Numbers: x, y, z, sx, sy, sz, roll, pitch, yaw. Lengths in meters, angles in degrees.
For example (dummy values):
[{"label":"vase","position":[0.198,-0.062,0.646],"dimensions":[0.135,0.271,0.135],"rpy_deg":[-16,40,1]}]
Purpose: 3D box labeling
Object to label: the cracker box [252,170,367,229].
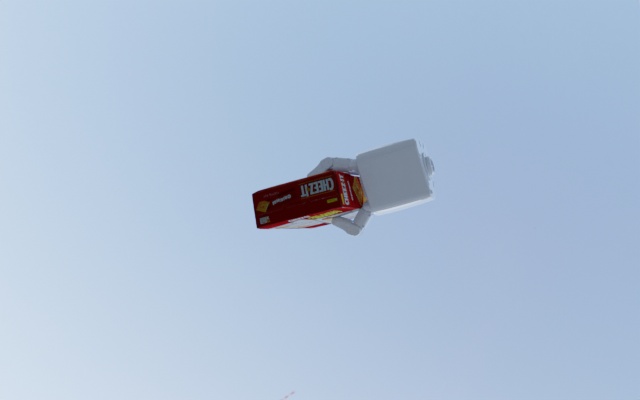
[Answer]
[{"label":"cracker box","position":[0.000,0.003,0.879],"dimensions":[0.164,0.072,0.214],"rpy_deg":[-15,-9,22]}]
